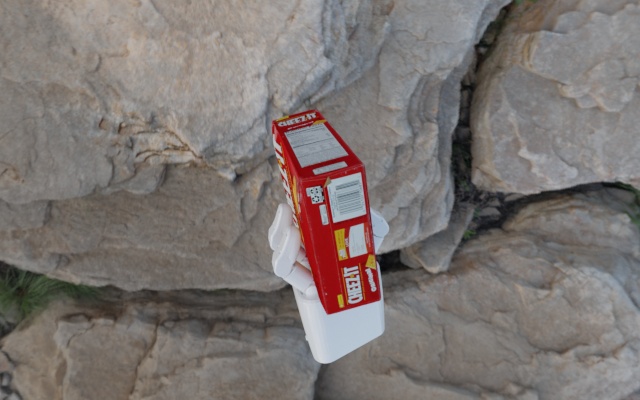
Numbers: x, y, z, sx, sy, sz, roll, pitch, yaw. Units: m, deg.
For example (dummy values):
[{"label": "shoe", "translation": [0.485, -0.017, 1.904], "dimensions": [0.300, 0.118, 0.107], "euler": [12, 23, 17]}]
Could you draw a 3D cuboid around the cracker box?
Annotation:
[{"label": "cracker box", "translation": [0.000, 0.002, 0.566], "dimensions": [0.072, 0.164, 0.213], "euler": [-14, 27, -7]}]
